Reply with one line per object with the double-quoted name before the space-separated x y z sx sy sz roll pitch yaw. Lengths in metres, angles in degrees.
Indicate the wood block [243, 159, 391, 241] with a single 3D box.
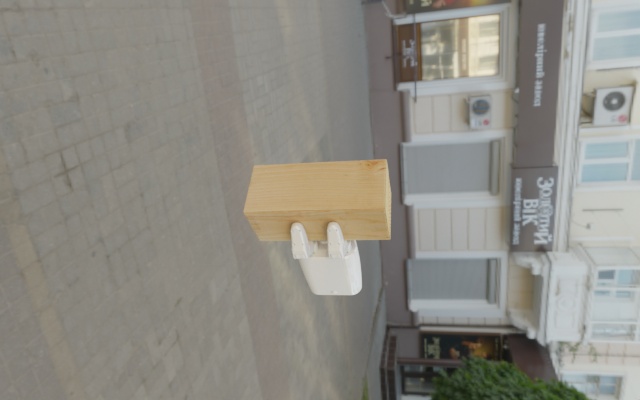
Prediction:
"wood block" 0.000 0.002 0.729 0.206 0.090 0.090 -2 -35 13
